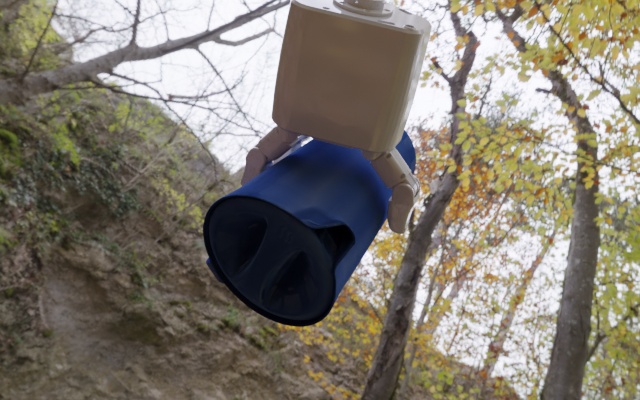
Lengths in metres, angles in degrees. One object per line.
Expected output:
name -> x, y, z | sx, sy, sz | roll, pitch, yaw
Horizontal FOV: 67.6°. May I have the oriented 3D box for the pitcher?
pitcher -> 0.000, 0.001, 0.489 | 0.149, 0.145, 0.242 | 25, 39, 18
